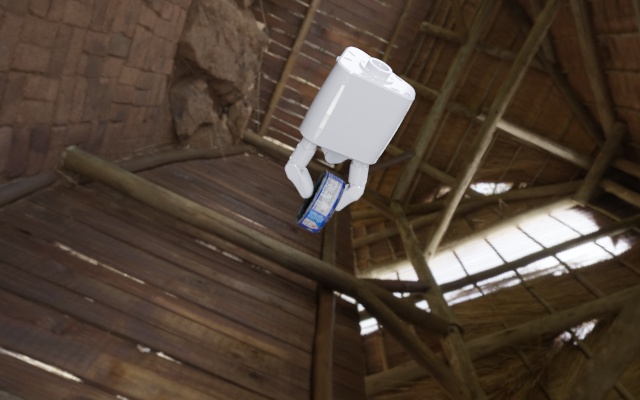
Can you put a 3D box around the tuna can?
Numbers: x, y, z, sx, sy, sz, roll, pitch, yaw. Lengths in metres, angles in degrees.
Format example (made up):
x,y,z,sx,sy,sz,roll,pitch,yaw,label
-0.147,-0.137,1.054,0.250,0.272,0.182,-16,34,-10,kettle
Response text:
x,y,z,sx,sy,sz,roll,pitch,yaw,label
0.001,0.003,0.669,0.034,0.086,0.086,30,-5,-8,tuna can
